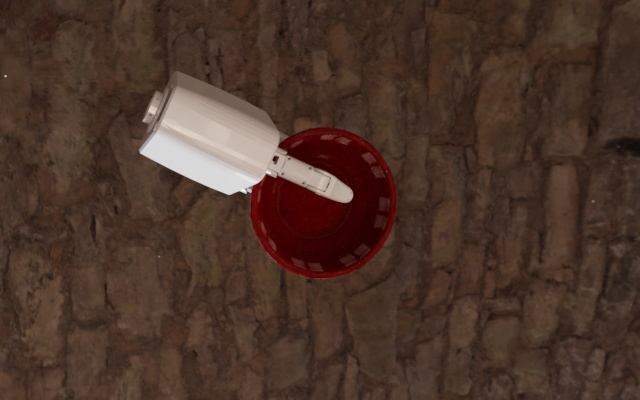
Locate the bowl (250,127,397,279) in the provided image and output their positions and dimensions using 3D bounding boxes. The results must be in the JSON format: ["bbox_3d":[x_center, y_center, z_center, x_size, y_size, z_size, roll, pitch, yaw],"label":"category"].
[{"bbox_3d":[0.001,0.003,0.531,0.162,0.162,0.055,0,5,-14],"label":"bowl"}]
